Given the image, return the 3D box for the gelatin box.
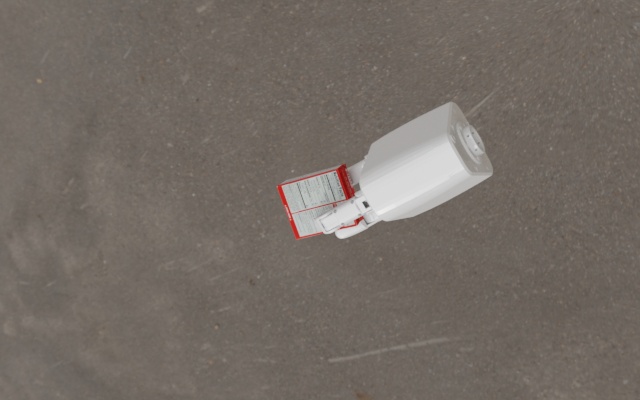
[{"bbox_3d":[0.000,0.002,0.584,0.089,0.073,0.030,-15,12,25],"label":"gelatin box"}]
